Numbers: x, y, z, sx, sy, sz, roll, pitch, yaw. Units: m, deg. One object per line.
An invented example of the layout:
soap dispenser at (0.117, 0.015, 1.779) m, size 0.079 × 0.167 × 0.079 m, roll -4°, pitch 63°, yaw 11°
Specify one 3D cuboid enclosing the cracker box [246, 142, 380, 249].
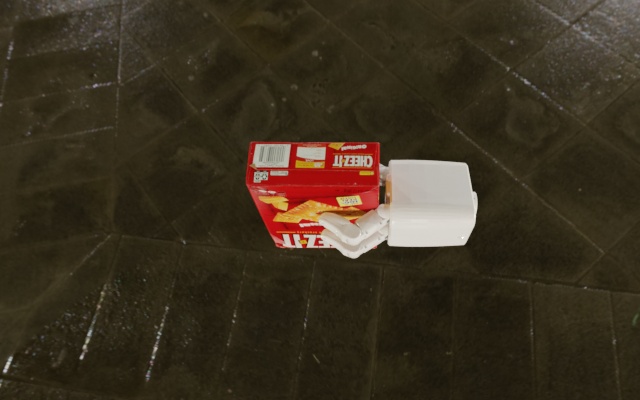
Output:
cracker box at (0.000, 0.002, 0.669) m, size 0.164 × 0.072 × 0.214 m, roll 1°, pitch -26°, yaw 6°
